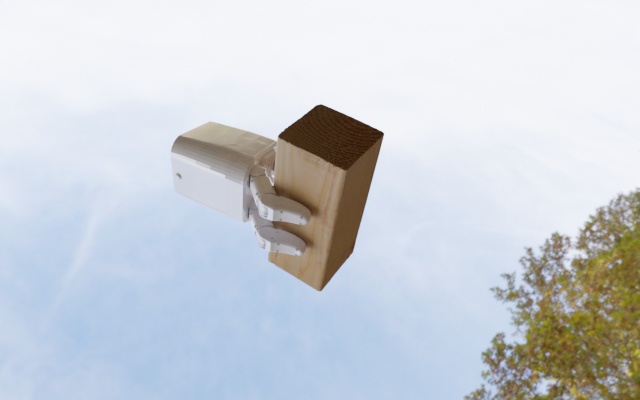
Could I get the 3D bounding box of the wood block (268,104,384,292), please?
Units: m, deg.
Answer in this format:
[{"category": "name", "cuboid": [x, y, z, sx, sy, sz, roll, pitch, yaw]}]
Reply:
[{"category": "wood block", "cuboid": [0.000, 0.002, 0.587, 0.090, 0.206, 0.090, 28, 46, 18]}]
